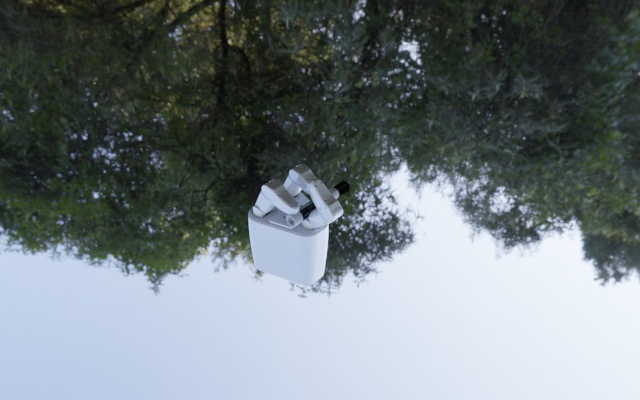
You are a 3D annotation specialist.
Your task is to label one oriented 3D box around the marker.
[{"bbox_3d":[0.000,0.002,0.678,0.020,0.020,0.121,0,25,47],"label":"marker"}]
